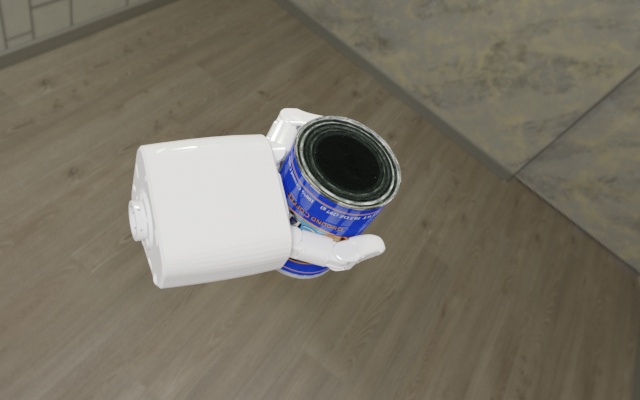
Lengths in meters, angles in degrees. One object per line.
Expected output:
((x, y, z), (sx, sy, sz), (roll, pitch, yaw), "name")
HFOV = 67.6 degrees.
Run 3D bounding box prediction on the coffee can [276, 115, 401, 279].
((0.000, 0.002, 0.471), (0.103, 0.102, 0.140), (0, -33, -26), "coffee can")
